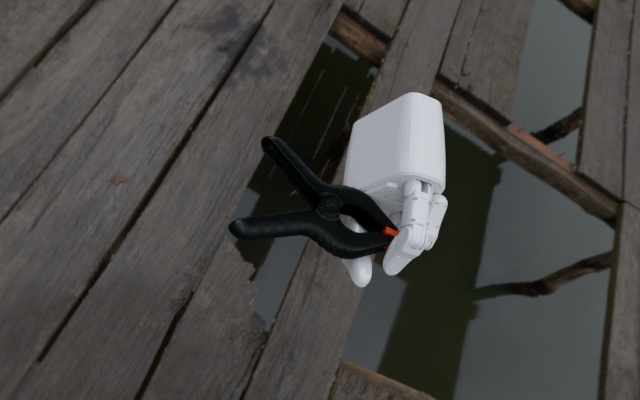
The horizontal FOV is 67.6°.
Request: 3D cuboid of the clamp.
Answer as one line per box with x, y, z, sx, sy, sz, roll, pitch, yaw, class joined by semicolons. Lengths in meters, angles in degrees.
0.000;0.001;0.480;0.171;0.120;0.039;17;-28;-19;clamp
